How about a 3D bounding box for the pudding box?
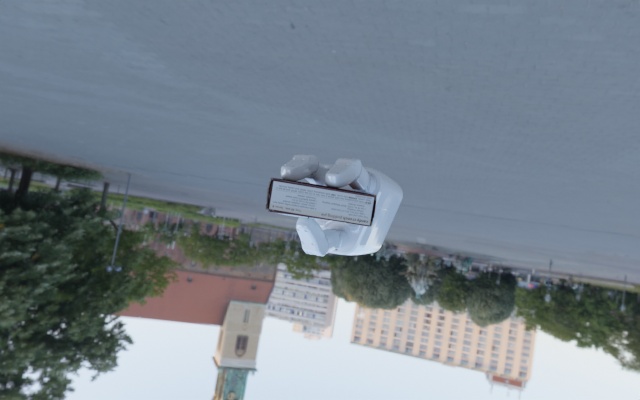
[{"bbox_3d":[0.000,0.002,0.527,0.113,0.039,0.090,7,-1,-2],"label":"pudding box"}]
